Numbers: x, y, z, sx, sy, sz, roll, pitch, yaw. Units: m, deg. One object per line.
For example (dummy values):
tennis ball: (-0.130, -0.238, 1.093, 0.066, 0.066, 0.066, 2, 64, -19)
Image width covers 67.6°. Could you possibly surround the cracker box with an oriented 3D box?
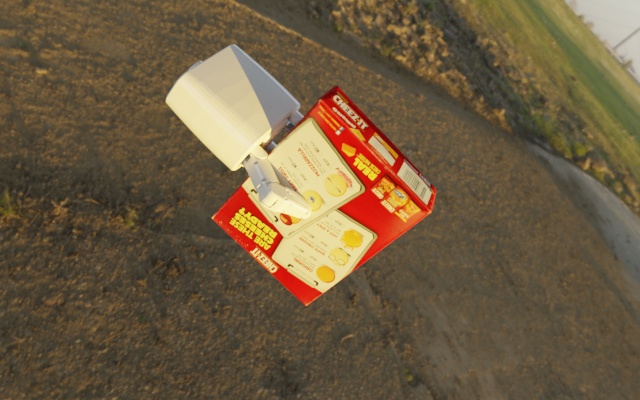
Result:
cracker box: (0.000, 0.002, 0.559, 0.214, 0.164, 0.072, -43, 6, 33)
